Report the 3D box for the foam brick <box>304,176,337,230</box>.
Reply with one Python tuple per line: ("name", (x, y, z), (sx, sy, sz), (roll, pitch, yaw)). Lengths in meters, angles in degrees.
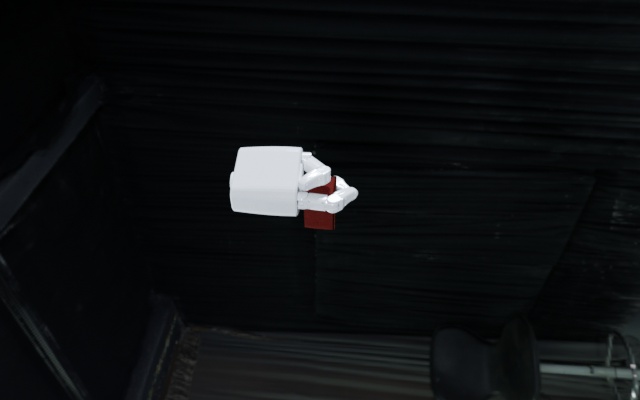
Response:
("foam brick", (0.000, 0.003, 0.798), (0.051, 0.078, 0.053), (2, 39, 4))
